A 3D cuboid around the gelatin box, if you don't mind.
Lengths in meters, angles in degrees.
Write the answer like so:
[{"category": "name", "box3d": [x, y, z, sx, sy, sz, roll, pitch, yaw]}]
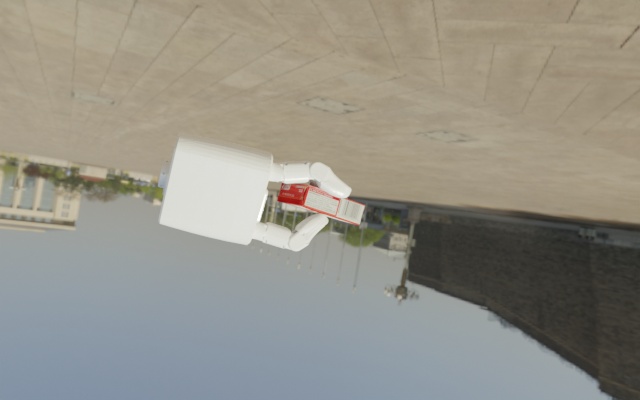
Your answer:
[{"category": "gelatin box", "box3d": [0.000, 0.003, 0.608, 0.089, 0.030, 0.073, 19, -4, -28]}]
